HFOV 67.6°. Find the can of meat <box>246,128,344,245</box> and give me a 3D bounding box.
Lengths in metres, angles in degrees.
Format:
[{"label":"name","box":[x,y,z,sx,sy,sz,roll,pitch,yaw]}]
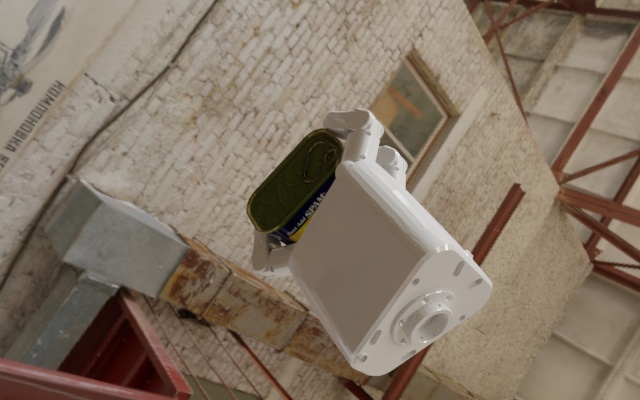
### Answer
[{"label":"can of meat","box":[0.000,0.002,0.429,0.084,0.102,0.057,39,6,-41]}]
